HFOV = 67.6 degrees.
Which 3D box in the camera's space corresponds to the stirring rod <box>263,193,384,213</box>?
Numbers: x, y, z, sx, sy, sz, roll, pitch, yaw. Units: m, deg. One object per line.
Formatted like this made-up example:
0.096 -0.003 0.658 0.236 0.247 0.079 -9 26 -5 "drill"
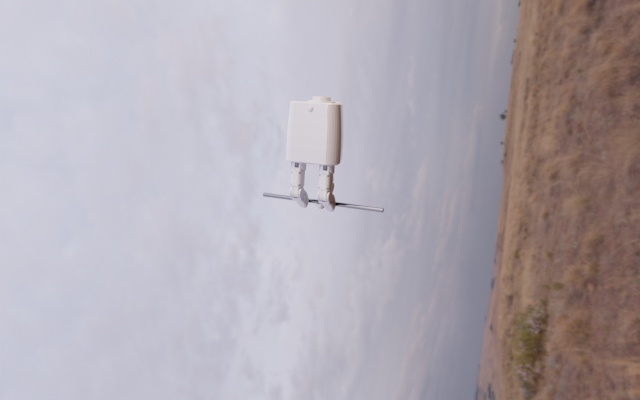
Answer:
0.000 0.003 0.891 0.239 0.011 0.011 7 3 21 "stirring rod"
